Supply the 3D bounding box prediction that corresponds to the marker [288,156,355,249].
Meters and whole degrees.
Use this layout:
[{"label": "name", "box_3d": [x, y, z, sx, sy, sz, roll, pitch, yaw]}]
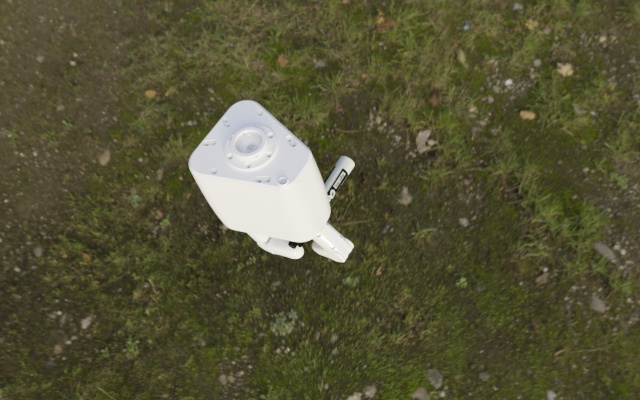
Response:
[{"label": "marker", "box_3d": [0.000, 0.002, 0.527, 0.020, 0.121, 0.020, 29, -20, 12]}]
